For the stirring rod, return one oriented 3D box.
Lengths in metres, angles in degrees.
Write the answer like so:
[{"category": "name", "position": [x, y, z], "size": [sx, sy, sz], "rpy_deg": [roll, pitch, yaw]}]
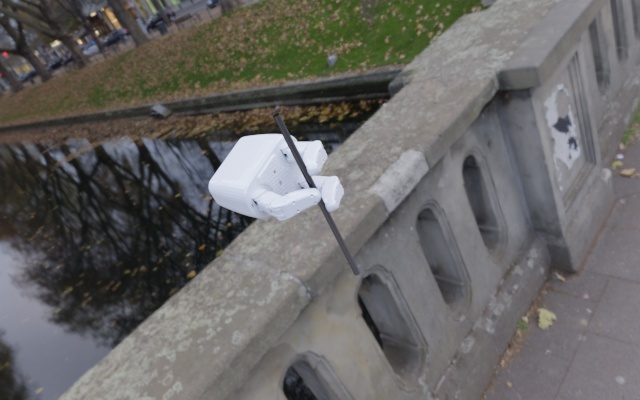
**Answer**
[{"category": "stirring rod", "position": [0.000, 0.002, 0.575], "size": [0.011, 0.240, 0.011], "rpy_deg": [-21, 29, 12]}]
